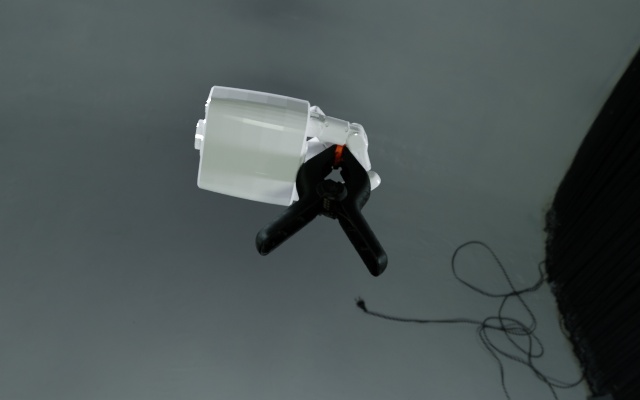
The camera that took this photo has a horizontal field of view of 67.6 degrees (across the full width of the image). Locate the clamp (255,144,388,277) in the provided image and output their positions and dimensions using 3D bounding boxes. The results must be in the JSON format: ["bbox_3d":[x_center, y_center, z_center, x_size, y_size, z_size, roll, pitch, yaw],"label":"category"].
[{"bbox_3d":[0.000,0.001,0.479,0.120,0.039,0.171,9,41,-9],"label":"clamp"}]
